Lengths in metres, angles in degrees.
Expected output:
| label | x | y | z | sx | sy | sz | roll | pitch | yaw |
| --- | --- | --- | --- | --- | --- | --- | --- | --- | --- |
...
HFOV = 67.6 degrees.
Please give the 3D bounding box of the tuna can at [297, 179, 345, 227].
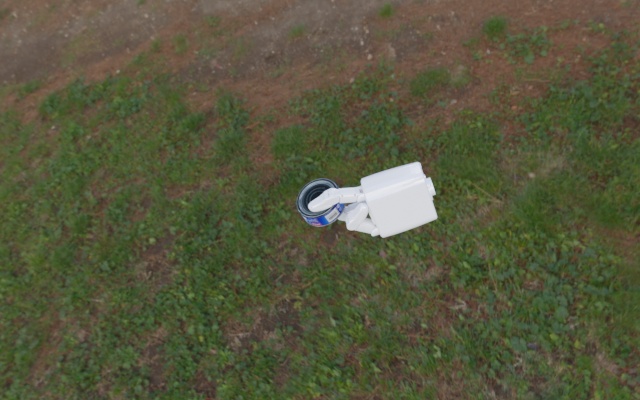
| label | x | y | z | sx | sy | sz | roll | pitch | yaw |
| --- | --- | --- | --- | --- | --- | --- | --- | --- | --- |
| tuna can | 0.000 | 0.003 | 0.874 | 0.086 | 0.086 | 0.034 | 0 | -31 | 27 |
